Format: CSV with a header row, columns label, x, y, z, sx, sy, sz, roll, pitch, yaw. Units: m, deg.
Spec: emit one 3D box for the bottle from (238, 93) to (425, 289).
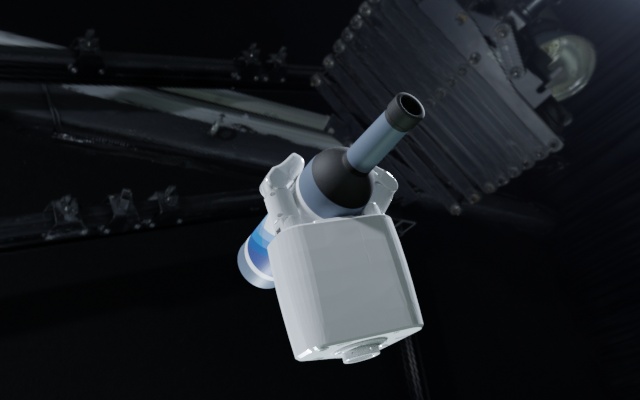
label,x,y,z,sx,sy,sz,roll,pitch,yaw
bottle,0.000,0.002,0.473,0.069,0.069,0.296,0,-30,-33
